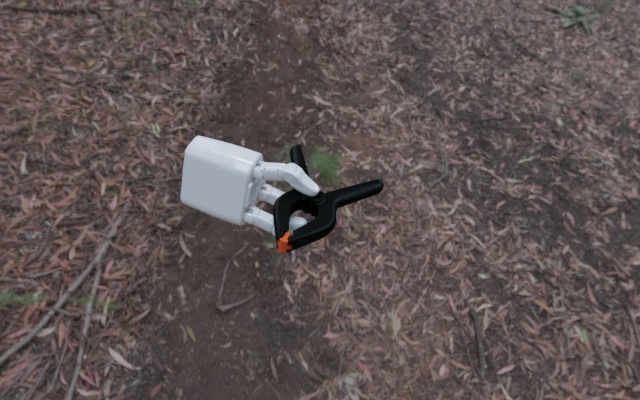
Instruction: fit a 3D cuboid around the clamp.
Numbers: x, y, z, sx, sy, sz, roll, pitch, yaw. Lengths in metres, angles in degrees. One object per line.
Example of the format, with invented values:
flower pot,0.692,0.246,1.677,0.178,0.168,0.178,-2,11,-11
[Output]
clamp,0.000,0.002,0.718,0.164,0.036,0.209,18,46,7
